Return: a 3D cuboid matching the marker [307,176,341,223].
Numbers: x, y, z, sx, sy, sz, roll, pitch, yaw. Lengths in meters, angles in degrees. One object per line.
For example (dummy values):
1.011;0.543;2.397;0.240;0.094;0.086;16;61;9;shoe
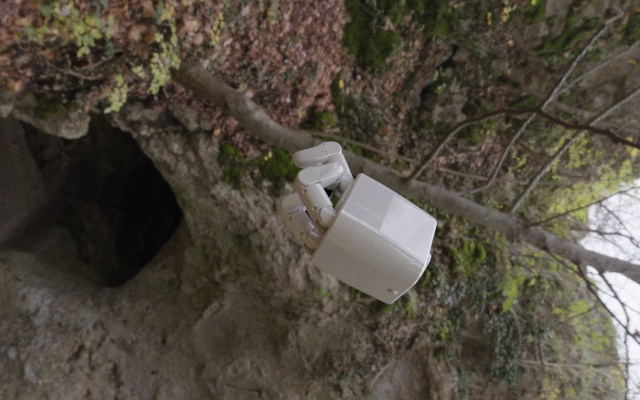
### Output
0.000;0.002;0.591;0.020;0.020;0.121;0;-29;-17;marker
